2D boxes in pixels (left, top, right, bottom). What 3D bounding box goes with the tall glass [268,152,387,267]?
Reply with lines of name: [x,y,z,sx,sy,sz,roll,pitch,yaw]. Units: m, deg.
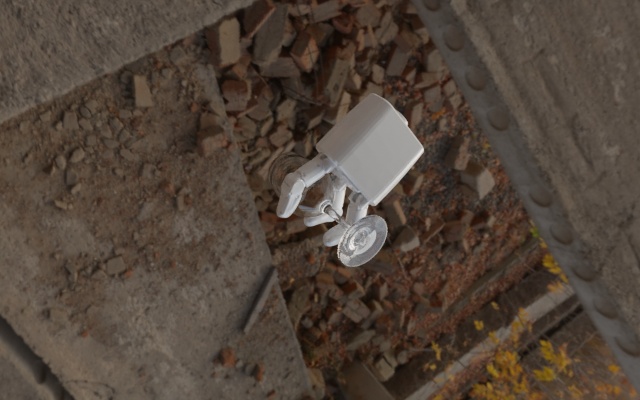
tall glass: [0.000,0.003,0.651,0.079,0.079,0.201,0,29,-38]
